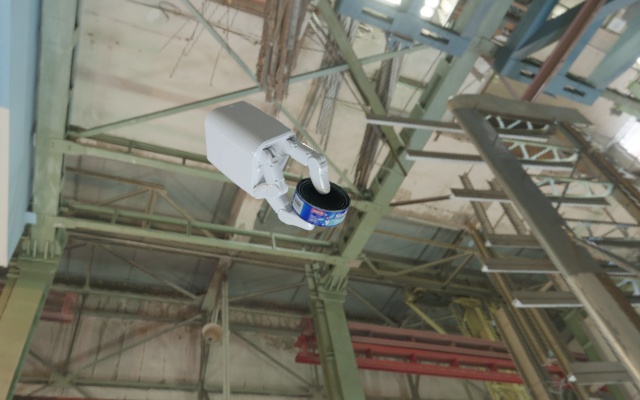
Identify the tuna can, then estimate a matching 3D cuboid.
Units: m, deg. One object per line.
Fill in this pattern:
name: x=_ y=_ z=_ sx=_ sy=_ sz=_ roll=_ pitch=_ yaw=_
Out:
tuna can: x=0.000 y=0.003 z=0.723 sx=0.086 sy=0.034 sz=0.086 roll=15 pitch=32 yaw=-9
